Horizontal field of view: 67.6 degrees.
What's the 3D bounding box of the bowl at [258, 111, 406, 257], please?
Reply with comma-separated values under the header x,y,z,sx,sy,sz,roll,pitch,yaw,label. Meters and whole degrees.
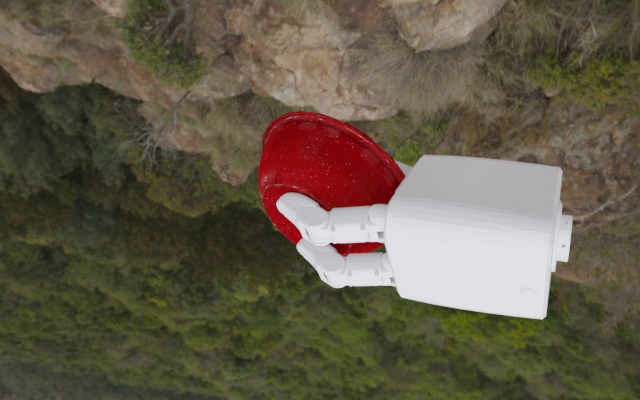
x,y,z,sx,sy,sz,roll,pitch,yaw,label
-0.001,0.002,0.431,0.162,0.162,0.055,0,43,45,bowl
